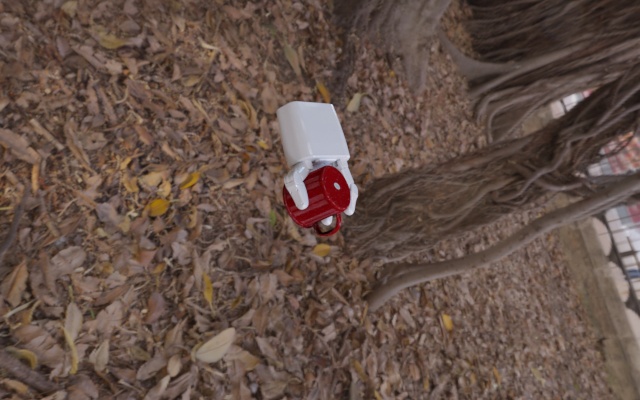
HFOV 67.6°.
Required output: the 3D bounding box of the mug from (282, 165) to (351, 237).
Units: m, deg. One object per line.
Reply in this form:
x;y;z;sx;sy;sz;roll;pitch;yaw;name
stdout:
0.001;0.004;0.801;0.081;0.117;0.093;-23;-12;33;mug
